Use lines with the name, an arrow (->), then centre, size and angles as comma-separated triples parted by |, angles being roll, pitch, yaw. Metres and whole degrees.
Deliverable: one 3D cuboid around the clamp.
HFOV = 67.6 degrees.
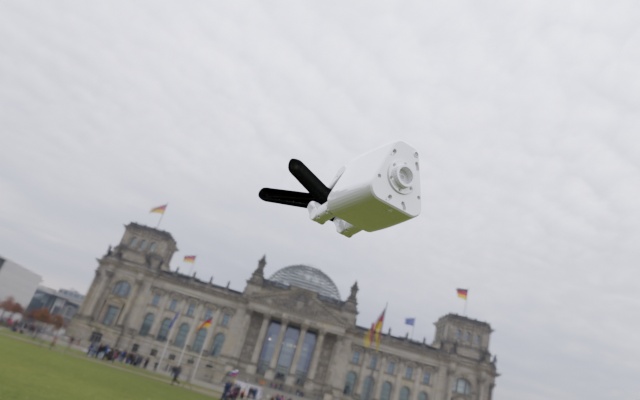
clamp -> 0.001, 0.002, 0.829 | 0.210, 0.036, 0.164 | 27, -25, -23
